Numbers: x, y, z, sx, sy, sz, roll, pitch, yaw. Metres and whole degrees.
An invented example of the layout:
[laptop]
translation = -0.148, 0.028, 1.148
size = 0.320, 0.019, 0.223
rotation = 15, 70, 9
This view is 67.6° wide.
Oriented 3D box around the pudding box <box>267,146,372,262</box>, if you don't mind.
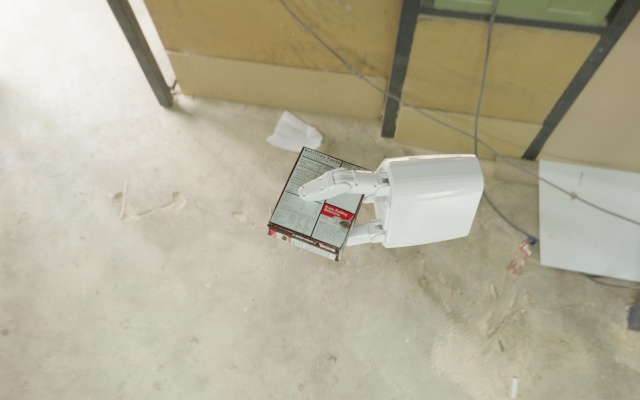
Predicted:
[pudding box]
translation = 0.000, 0.002, 0.554
size = 0.090, 0.113, 0.039
rotation = 20, -27, 6
